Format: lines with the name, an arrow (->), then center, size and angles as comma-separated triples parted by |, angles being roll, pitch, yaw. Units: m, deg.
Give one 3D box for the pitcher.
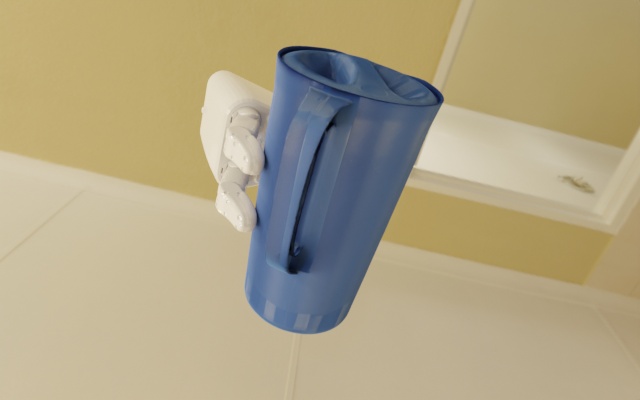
pitcher -> 0.000, 0.001, 0.416 | 0.149, 0.243, 0.145 | -1, 32, -28
